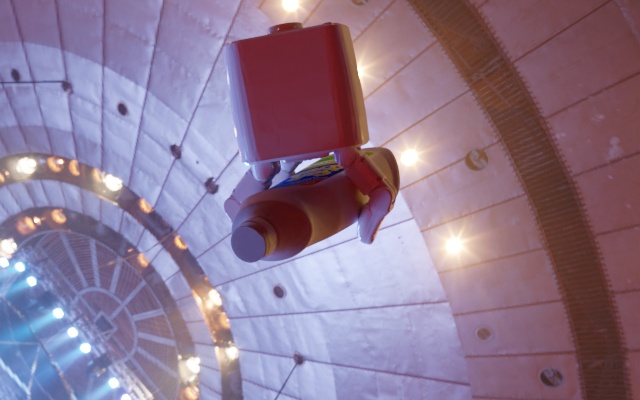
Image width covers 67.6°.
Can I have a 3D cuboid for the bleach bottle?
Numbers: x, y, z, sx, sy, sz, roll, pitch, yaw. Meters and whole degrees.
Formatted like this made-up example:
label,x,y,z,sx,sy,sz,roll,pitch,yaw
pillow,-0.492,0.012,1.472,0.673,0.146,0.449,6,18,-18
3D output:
label,x,y,z,sx,sy,sz,roll,pitch,yaw
bleach bottle,0.000,0.002,0.450,0.102,0.068,0.250,-5,12,22
